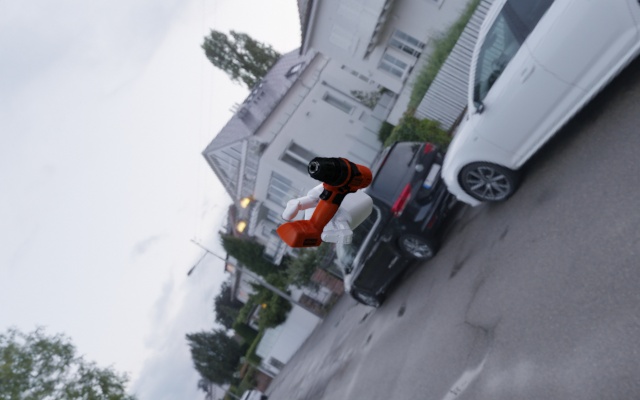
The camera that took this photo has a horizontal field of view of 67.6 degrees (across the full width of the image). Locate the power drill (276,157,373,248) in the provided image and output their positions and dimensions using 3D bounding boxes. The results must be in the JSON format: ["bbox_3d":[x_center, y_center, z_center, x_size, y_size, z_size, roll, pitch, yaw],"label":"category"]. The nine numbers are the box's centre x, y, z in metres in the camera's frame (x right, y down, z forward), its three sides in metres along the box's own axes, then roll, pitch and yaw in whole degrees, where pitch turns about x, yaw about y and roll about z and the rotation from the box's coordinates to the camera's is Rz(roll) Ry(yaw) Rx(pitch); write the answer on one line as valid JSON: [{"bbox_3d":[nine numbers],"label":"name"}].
[{"bbox_3d":[0.000,0.003,0.879,0.057,0.188,0.184,48,22,28],"label":"power drill"}]
